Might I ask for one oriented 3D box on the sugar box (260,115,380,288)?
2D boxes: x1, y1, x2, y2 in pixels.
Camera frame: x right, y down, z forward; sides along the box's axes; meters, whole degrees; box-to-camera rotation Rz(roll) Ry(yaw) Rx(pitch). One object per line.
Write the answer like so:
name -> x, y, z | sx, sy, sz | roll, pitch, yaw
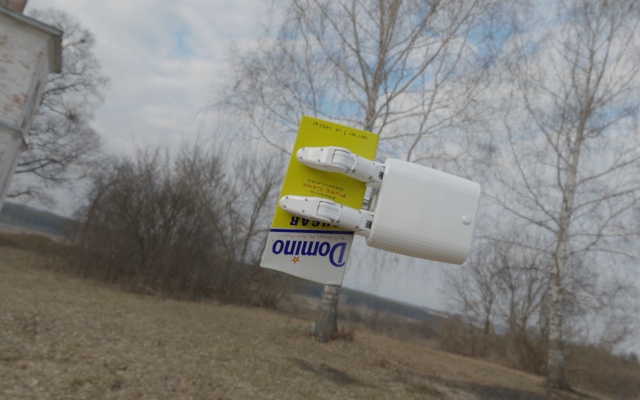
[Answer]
sugar box -> 0.000, 0.002, 0.538 | 0.093, 0.176, 0.048 | 14, -9, 1
